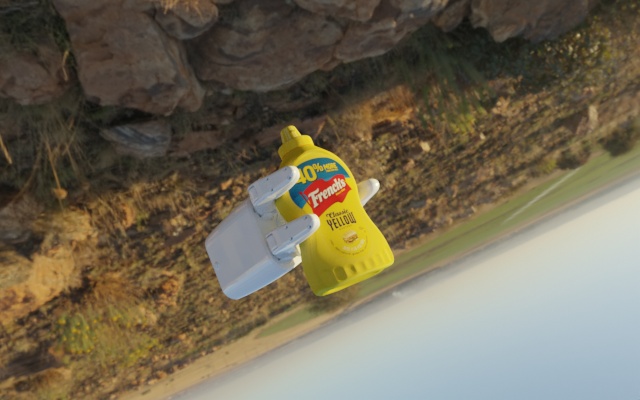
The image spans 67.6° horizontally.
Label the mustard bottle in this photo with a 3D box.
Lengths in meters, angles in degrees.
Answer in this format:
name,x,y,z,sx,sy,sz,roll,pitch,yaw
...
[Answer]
name,x,y,z,sx,sy,sz,roll,pitch,yaw
mustard bottle,0.000,0.002,0.531,0.096,0.191,0.058,-17,-17,-27
